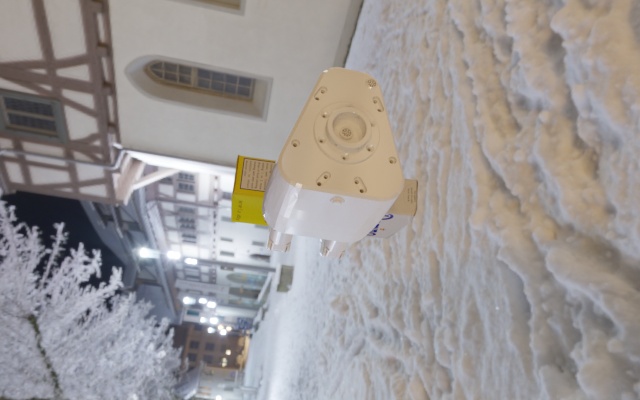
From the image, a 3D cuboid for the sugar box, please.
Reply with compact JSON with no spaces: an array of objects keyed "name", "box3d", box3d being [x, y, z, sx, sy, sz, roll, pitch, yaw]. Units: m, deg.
[{"name":"sugar box","box3d":[0.000,0.002,0.486,0.176,0.048,0.093,9,-20,-8]}]
